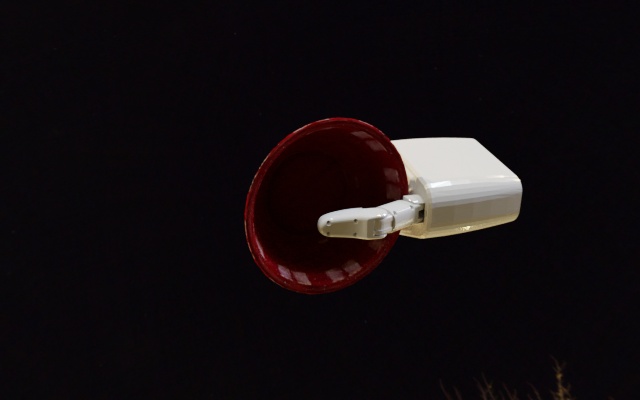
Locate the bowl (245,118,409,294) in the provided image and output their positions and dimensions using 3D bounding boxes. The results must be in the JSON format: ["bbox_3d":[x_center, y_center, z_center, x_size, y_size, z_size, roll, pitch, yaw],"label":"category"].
[{"bbox_3d":[-0.001,0.001,0.439,0.162,0.162,0.055,0,17,-28],"label":"bowl"}]
